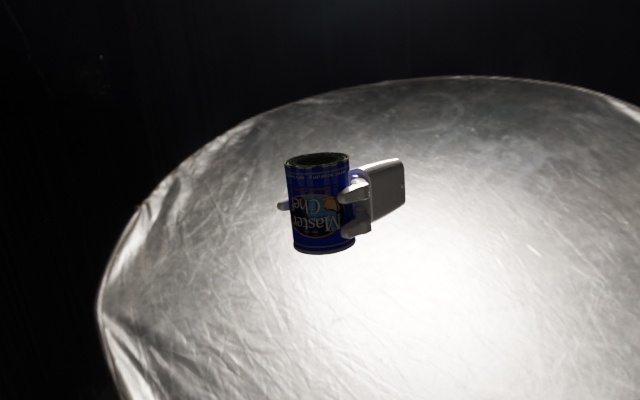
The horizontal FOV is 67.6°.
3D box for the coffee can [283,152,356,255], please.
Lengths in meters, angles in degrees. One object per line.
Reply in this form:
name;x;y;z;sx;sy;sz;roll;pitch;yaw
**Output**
coffee can;0.000;0.003;0.754;0.103;0.140;0.102;-5;16;2
